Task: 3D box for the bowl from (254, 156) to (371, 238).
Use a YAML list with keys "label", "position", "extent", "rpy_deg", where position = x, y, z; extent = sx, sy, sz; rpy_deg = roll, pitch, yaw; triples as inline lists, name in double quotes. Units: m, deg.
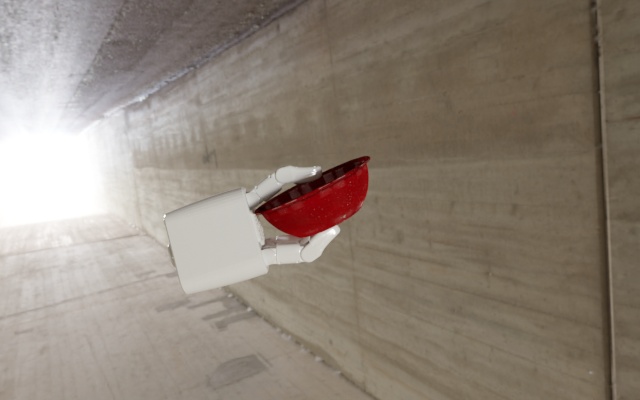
- label: "bowl"
  position: [0.001, 0.002, 0.605]
  extent: [0.162, 0.055, 0.162]
  rpy_deg: [-26, 8, 4]
